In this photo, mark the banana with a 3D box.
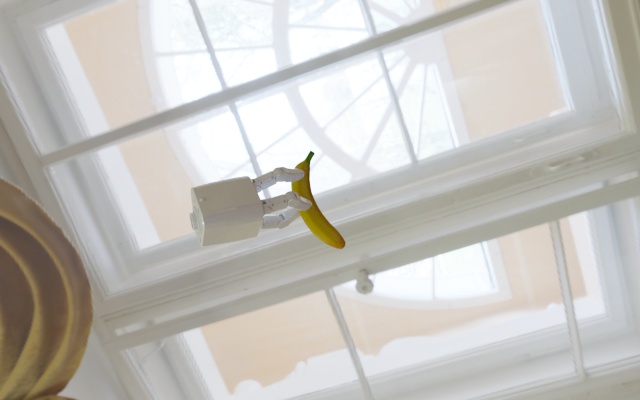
[{"bbox_3d":[-0.014,0.007,0.893,0.070,0.197,0.037,-30,-18,36],"label":"banana"}]
